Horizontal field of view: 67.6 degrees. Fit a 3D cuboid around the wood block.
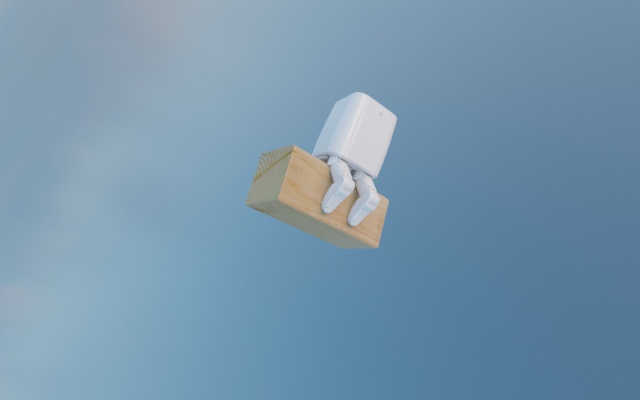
[{"bbox_3d":[0.000,0.002,0.754,0.206,0.090,0.091,27,-20,-34],"label":"wood block"}]
